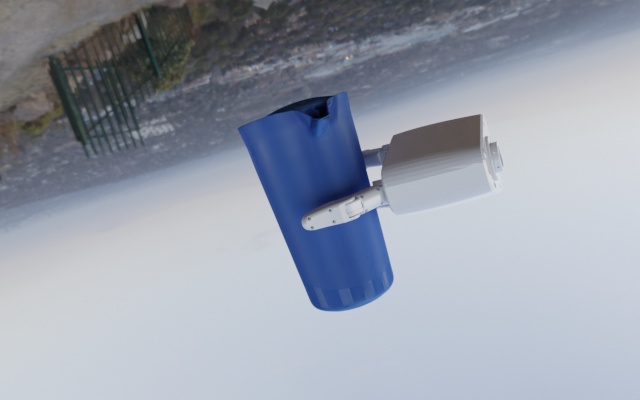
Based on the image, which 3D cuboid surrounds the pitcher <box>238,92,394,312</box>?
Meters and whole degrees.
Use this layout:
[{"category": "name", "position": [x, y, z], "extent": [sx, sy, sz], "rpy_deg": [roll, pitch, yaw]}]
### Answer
[{"category": "pitcher", "position": [0.000, 0.002, 0.580], "extent": [0.145, 0.243, 0.149], "rpy_deg": [-14, 10, 25]}]
